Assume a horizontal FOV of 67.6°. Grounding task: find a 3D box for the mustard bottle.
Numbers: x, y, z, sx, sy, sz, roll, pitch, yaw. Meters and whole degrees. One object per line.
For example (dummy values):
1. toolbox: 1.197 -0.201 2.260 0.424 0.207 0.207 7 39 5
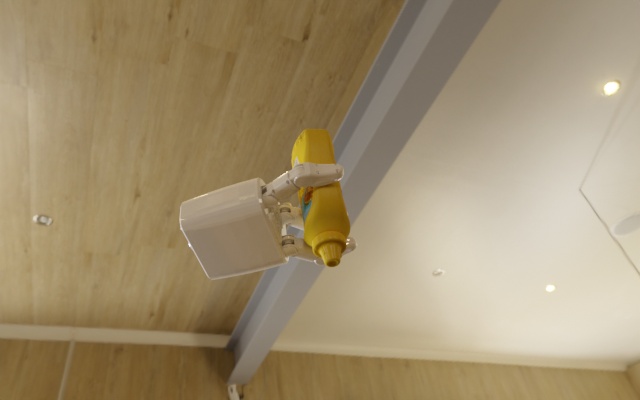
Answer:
1. mustard bottle: 0.000 0.002 0.614 0.058 0.191 0.096 1 -42 -12
